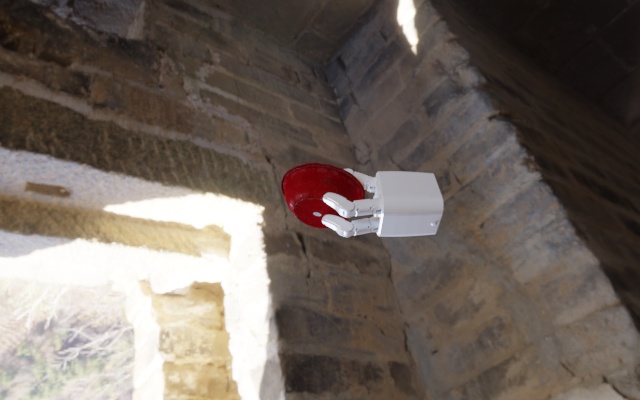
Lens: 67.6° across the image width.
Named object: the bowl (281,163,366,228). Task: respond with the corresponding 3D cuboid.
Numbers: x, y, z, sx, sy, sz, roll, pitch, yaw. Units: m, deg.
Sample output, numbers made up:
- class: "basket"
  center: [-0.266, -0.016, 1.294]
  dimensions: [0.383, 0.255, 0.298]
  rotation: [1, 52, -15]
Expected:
- class: "bowl"
  center: [-0.001, 0.004, 0.884]
  dimensions: [0.162, 0.055, 0.162]
  rotation: [8, -37, 6]
